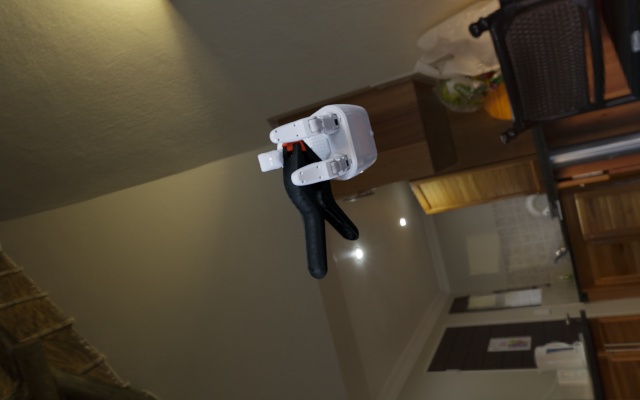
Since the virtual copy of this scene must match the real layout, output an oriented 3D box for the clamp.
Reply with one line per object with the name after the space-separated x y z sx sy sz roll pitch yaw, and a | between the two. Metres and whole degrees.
-0.001 0.002 0.614 0.039 0.171 0.120 -11 7 27 | clamp
